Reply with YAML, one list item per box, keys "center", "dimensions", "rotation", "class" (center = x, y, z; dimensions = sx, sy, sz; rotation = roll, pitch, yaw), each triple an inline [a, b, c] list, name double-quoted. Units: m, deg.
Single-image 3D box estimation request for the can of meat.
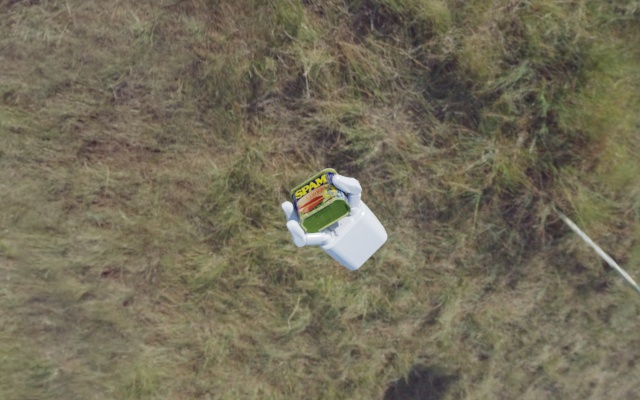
- center: [0.000, 0.003, 0.887]
  dimensions: [0.102, 0.084, 0.057]
  rotation: [-31, -47, 12]
  class: "can of meat"
